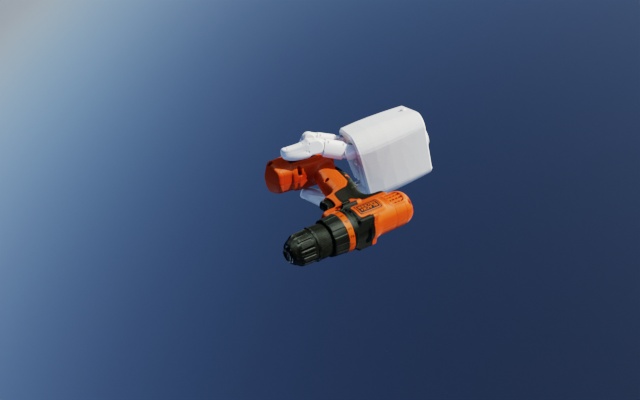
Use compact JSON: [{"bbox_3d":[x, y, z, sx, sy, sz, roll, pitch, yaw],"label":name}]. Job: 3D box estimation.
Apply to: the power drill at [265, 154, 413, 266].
[{"bbox_3d":[0.000,0.002,0.639,0.184,0.057,0.187,-19,42,-27],"label":"power drill"}]
